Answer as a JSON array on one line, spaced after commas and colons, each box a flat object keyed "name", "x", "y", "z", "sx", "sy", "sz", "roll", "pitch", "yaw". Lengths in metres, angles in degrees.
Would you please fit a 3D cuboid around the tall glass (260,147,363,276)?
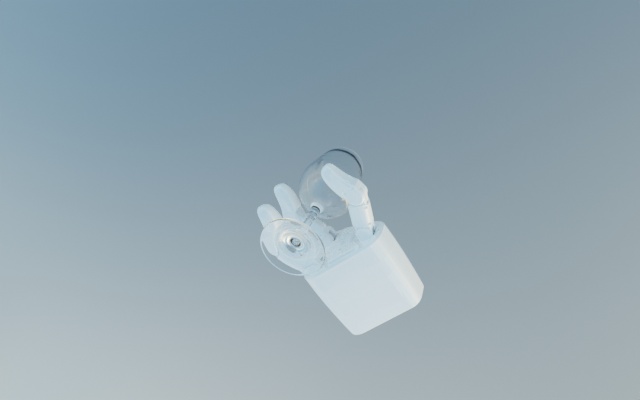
[{"name": "tall glass", "x": 0.000, "y": 0.002, "z": 0.589, "sx": 0.079, "sy": 0.079, "sz": 0.201, "roll": 0, "pitch": 30, "yaw": 21}]
